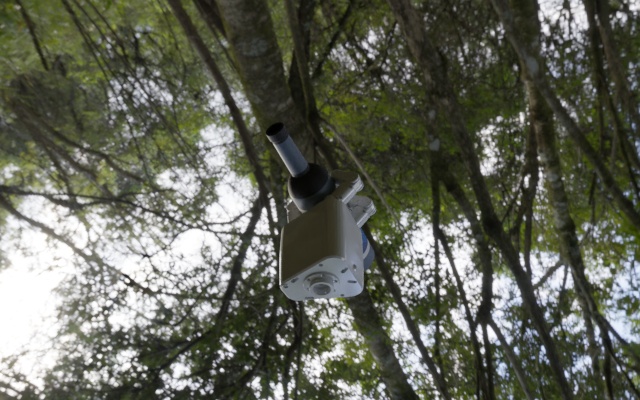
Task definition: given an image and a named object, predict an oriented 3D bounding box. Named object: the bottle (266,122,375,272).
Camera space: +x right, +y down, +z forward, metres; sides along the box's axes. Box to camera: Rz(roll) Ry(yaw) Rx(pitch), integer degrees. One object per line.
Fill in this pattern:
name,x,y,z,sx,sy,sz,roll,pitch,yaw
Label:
bottle,0.000,0.002,0.726,0.069,0.069,0.296,0,-42,34
